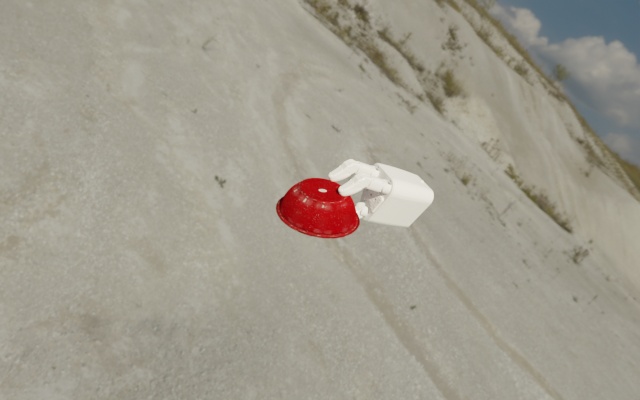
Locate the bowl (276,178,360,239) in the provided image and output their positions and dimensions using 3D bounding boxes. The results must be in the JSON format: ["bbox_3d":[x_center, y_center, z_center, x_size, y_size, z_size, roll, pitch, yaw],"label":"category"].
[{"bbox_3d":[-0.001,0.003,0.888,0.162,0.055,0.162,9,30,-5],"label":"bowl"}]
